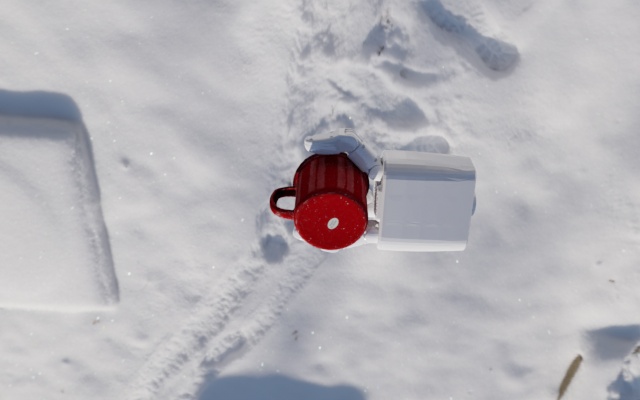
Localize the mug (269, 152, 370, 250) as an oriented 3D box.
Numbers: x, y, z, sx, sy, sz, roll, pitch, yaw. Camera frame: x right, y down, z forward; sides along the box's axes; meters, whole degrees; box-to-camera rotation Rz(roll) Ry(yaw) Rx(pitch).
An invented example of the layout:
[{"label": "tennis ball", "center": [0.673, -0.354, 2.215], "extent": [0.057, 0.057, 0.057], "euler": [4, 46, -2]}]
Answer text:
[{"label": "mug", "center": [-0.001, 0.002, 0.544], "extent": [0.117, 0.093, 0.081], "euler": [2, 32, 0]}]
